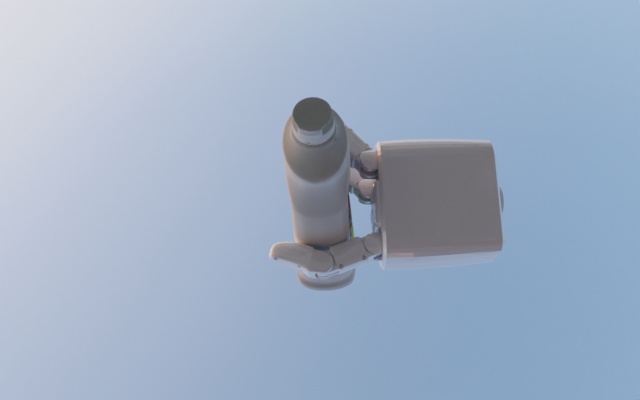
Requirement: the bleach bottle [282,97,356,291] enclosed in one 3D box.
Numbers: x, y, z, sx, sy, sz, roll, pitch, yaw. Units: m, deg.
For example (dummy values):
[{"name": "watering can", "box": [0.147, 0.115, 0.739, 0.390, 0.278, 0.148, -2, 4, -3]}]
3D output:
[{"name": "bleach bottle", "box": [0.000, 0.001, 0.440, 0.068, 0.102, 0.251, -3, -26, 1]}]
